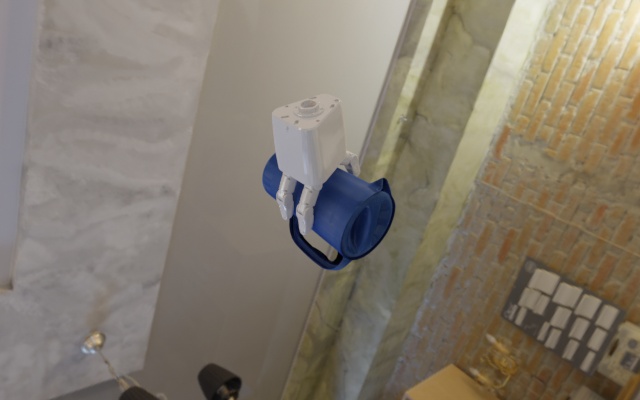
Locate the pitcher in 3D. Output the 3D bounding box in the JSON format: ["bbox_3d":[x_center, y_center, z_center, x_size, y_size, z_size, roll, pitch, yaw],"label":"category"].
[{"bbox_3d":[0.000,0.003,0.869,0.149,0.145,0.242,-34,48,-28],"label":"pitcher"}]
